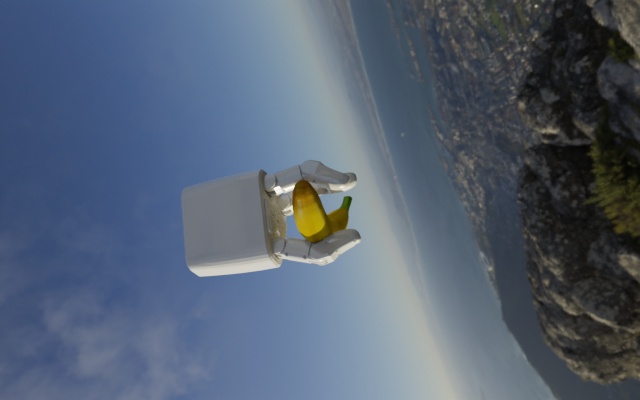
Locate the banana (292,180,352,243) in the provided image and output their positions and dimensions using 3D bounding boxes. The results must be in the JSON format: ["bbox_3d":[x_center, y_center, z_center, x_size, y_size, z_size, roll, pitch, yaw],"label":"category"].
[{"bbox_3d":[0.001,0.021,0.567,0.037,0.069,0.198,0,-4,15],"label":"banana"}]
